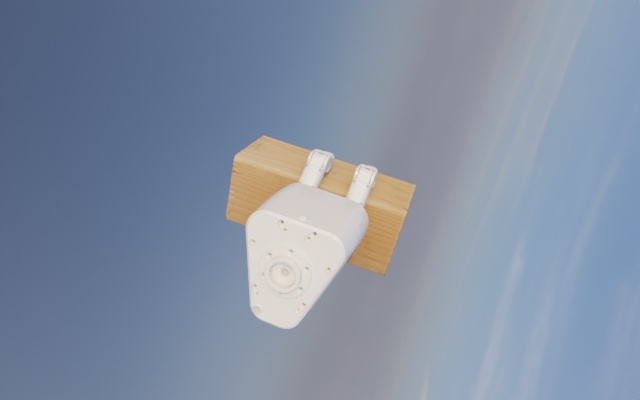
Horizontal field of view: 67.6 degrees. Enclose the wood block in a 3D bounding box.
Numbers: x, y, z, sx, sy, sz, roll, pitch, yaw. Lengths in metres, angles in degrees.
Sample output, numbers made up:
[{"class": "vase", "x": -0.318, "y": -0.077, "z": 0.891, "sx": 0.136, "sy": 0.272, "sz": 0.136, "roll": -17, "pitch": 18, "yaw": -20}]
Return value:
[{"class": "wood block", "x": 0.000, "y": 0.002, "z": 0.589, "sx": 0.206, "sy": 0.091, "sz": 0.090, "roll": 19, "pitch": 28, "yaw": 9}]
